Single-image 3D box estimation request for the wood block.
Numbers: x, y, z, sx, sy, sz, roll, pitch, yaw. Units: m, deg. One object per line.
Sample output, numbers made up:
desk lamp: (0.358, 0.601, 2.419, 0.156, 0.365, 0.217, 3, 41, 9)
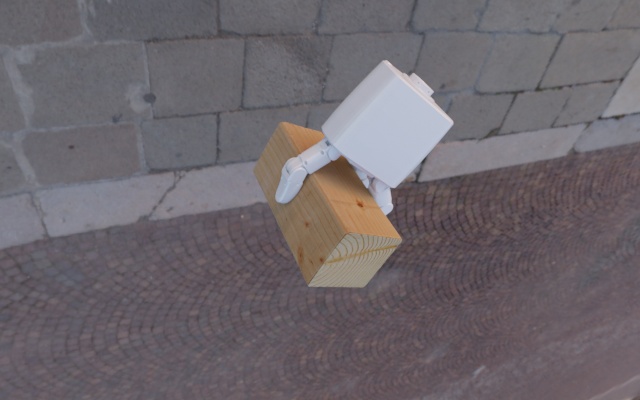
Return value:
wood block: (0.000, 0.002, 0.609, 0.091, 0.090, 0.206, 9, 37, -38)
